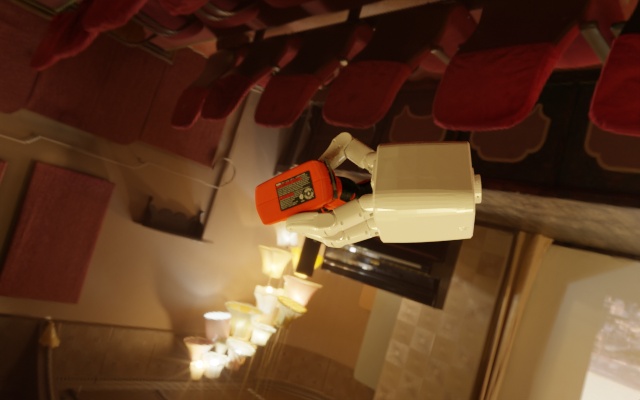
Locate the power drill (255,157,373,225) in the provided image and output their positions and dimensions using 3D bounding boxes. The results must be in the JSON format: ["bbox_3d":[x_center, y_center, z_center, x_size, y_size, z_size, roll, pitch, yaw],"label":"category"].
[{"bbox_3d":[0.000,0.002,0.635,0.184,0.057,0.187,-24,-15,29],"label":"power drill"}]
